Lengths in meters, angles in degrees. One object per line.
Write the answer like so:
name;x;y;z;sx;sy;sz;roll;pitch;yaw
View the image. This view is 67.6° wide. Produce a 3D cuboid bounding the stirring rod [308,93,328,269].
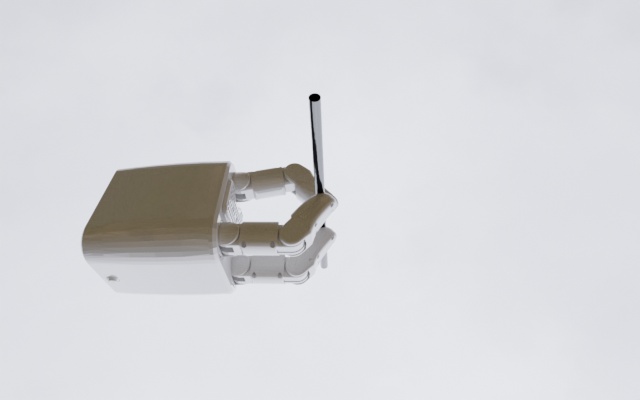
stirring rod;0.000;0.001;0.406;0.011;0.011;0.240;0;-34;2
